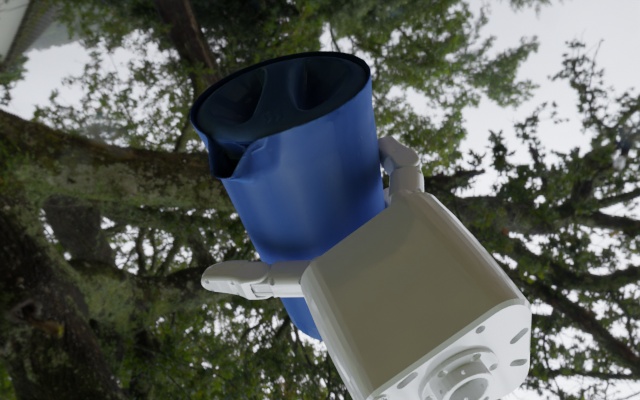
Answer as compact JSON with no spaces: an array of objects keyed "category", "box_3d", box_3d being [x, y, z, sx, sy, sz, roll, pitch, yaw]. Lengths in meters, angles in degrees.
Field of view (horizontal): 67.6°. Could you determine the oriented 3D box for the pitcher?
[{"category":"pitcher","box_3d":[0.000,0.001,0.417,0.149,0.243,0.145,-22,37,-8]}]
